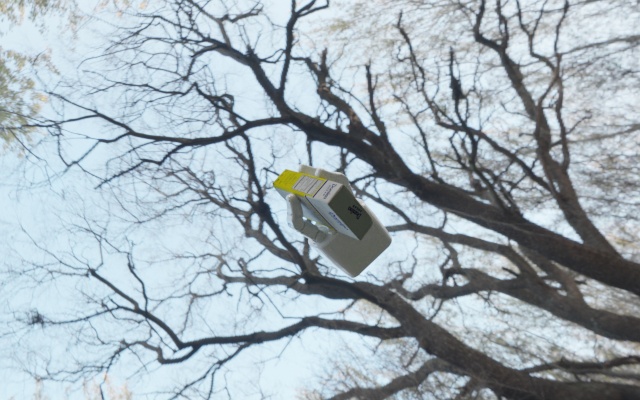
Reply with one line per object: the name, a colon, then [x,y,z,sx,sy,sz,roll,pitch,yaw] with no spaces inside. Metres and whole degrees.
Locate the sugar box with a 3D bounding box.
sugar box: [0.000,0.002,0.777,0.176,0.048,0.093,16,-27,53]
